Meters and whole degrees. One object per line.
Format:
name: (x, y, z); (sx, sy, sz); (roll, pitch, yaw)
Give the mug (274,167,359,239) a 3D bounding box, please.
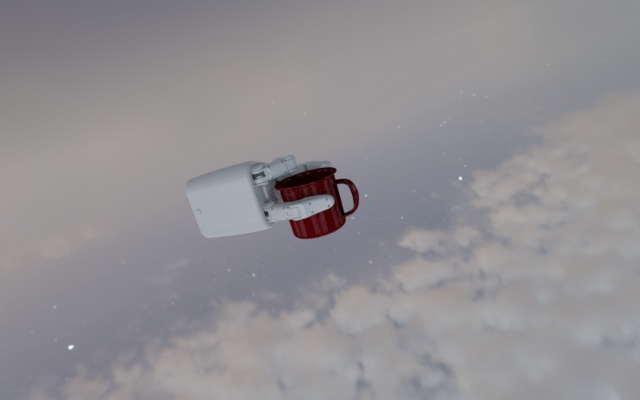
mug: (0.002, 0.002, 0.689); (0.117, 0.081, 0.093); (-11, 15, 20)
